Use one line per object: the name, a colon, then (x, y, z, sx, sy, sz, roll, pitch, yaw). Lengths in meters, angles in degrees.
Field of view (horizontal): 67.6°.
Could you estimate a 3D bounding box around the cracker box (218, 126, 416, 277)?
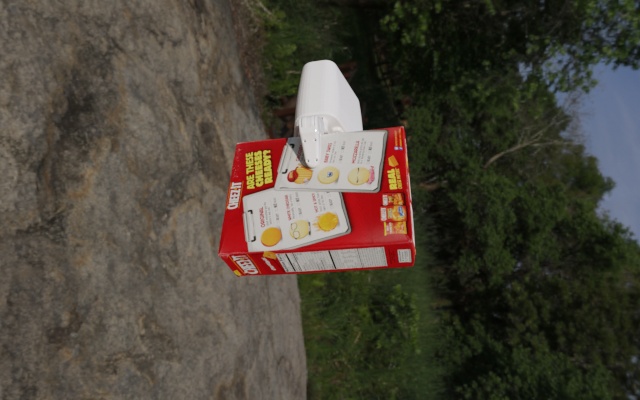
cracker box: (0.000, 0.002, 0.573, 0.214, 0.164, 0.072, -5, -35, 11)
